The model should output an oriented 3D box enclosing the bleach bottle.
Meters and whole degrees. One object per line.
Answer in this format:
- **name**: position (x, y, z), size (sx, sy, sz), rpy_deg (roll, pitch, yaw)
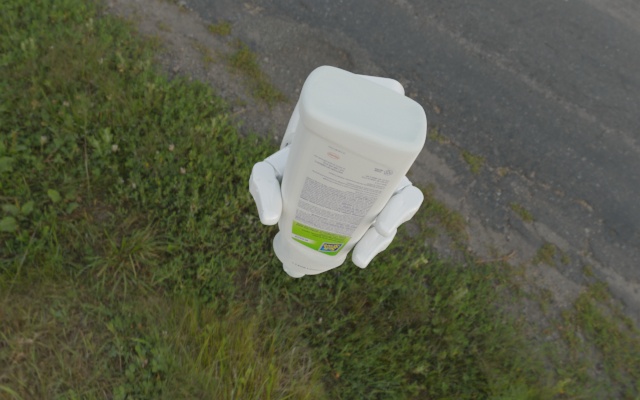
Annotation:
- **bleach bottle**: position (0.000, 0.002, 0.447), size (0.102, 0.068, 0.251), rpy_deg (20, -39, -6)
